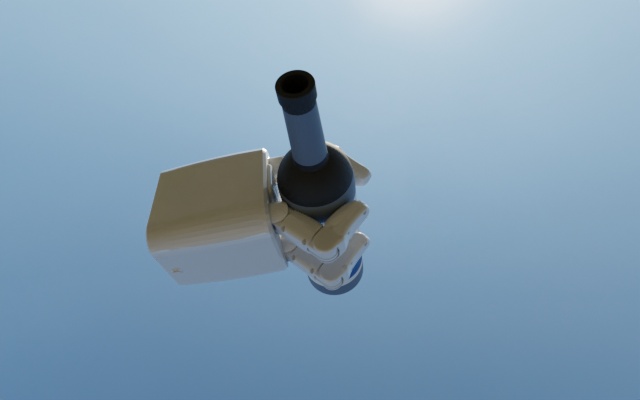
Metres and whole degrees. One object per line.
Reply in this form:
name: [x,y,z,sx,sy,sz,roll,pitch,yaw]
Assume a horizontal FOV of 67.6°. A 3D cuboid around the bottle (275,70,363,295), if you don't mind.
bottle: [0.000,0.002,0.439,0.069,0.069,0.296,0,-32,8]
